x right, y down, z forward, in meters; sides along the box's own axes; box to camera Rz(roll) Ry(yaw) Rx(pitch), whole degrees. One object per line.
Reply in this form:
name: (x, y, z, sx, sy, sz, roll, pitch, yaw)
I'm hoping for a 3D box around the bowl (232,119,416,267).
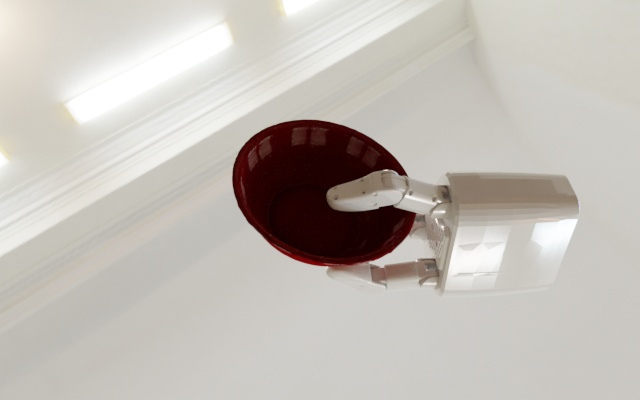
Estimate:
bowl: (-0.001, 0.001, 0.428, 0.162, 0.162, 0.055, 0, -38, -17)
